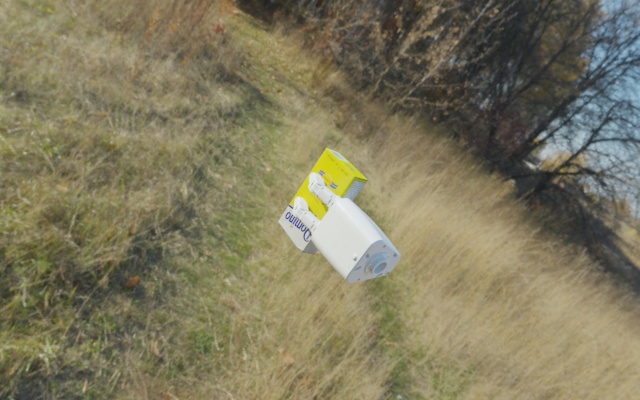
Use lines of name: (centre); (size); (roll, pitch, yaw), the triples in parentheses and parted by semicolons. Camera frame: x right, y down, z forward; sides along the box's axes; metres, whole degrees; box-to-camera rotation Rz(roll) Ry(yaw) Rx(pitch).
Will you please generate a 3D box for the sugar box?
sugar box: (0.000, 0.003, 0.874); (0.048, 0.176, 0.093); (14, 27, -49)
